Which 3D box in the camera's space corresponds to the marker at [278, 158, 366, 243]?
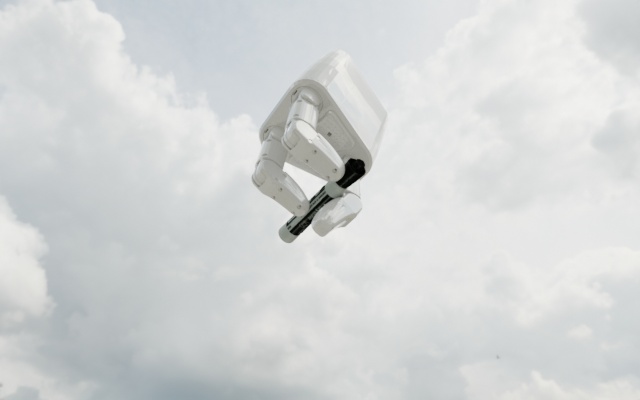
[{"bbox_3d":[0.000,0.001,0.438,0.020,0.020,0.121,0,-34,-43],"label":"marker"}]
